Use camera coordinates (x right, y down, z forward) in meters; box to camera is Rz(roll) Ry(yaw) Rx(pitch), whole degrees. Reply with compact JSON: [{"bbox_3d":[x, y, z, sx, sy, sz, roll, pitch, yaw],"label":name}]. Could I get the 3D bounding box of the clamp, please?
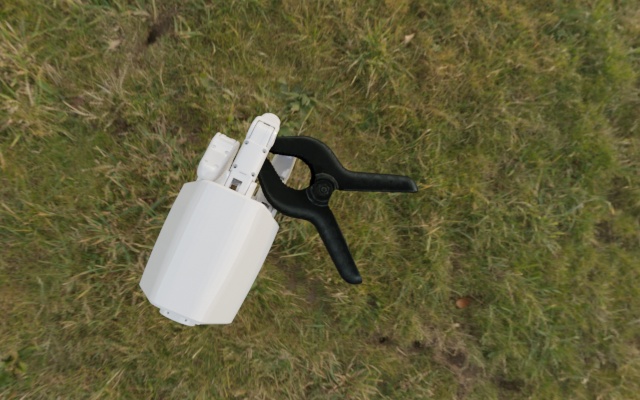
[{"bbox_3d":[0.000,0.001,0.461,0.171,0.120,0.039,25,-12,-7],"label":"clamp"}]
